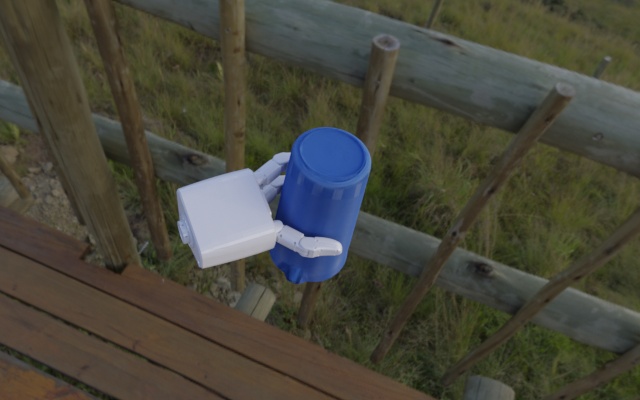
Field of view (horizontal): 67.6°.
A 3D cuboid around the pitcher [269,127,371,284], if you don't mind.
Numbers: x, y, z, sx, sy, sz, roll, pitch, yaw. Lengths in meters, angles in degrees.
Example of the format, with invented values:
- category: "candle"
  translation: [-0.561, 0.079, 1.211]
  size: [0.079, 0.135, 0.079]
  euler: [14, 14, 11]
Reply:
- category: "pitcher"
  translation: [0.000, 0.002, 0.723]
  size: [0.145, 0.149, 0.243]
  euler: [-15, -33, -22]
